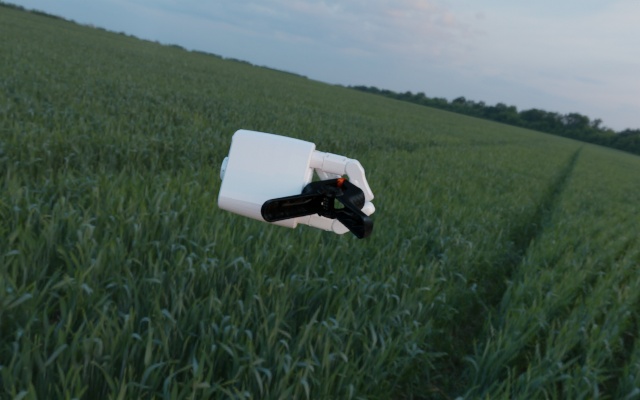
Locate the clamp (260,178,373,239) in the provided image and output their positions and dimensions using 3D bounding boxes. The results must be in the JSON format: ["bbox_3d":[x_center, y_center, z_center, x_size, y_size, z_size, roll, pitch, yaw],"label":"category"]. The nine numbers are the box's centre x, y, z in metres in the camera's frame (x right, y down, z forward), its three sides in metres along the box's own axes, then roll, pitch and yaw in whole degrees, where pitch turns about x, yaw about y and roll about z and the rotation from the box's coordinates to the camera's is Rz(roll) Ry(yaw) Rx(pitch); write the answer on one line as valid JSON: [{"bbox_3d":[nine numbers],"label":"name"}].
[{"bbox_3d":[0.000,0.001,0.566,0.120,0.039,0.171,13,14,1],"label":"clamp"}]
